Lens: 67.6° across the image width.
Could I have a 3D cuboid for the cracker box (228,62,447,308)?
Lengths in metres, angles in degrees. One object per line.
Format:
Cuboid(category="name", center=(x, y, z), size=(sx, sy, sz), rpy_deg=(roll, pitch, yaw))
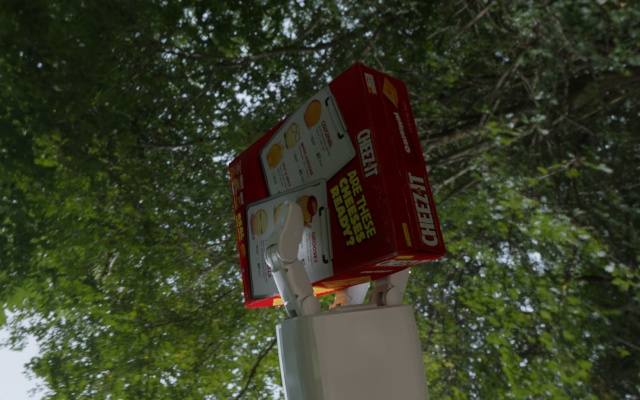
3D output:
Cuboid(category="cracker box", center=(0.000, 0.002, 0.454), size=(0.072, 0.164, 0.214), rpy_deg=(6, -24, -40))
